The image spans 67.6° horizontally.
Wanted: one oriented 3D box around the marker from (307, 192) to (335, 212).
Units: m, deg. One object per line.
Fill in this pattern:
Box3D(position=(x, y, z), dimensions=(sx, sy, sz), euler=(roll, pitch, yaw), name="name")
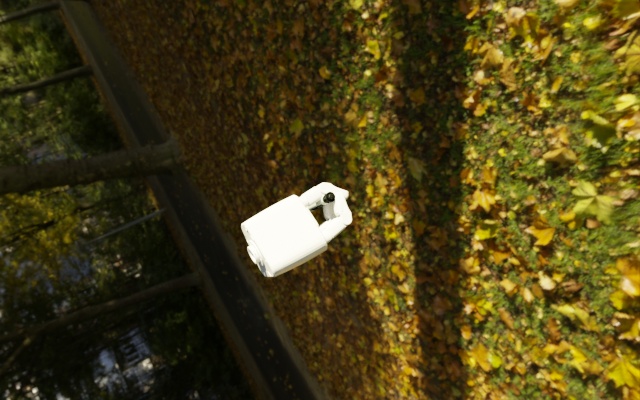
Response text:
Box3D(position=(0.000, 0.003, 0.879), dimensions=(0.020, 0.020, 0.121), euler=(0, -9, -19), name="marker")
